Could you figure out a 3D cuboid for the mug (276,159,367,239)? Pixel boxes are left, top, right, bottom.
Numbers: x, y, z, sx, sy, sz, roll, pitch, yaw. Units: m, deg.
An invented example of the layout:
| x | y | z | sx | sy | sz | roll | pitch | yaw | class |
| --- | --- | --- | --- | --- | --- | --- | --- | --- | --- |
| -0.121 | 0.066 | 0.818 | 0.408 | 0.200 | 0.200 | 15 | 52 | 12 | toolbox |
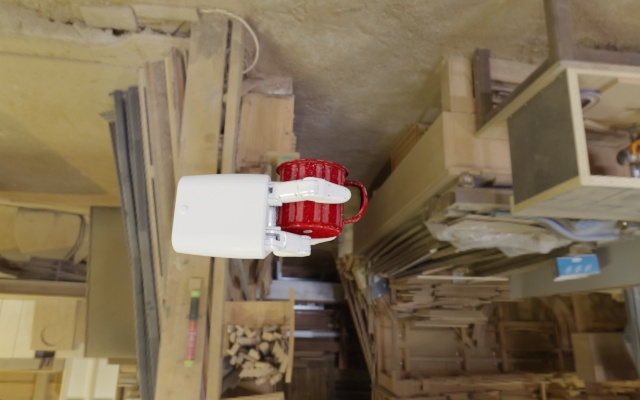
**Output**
| x | y | z | sx | sy | sz | roll | pitch | yaw | class |
| --- | --- | --- | --- | --- | --- | --- | --- | --- | --- |
| 0.002 | 0.002 | 0.599 | 0.117 | 0.081 | 0.093 | 1 | -16 | 3 | mug |
